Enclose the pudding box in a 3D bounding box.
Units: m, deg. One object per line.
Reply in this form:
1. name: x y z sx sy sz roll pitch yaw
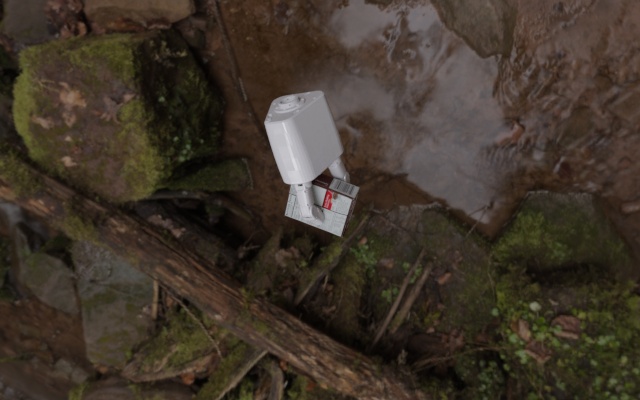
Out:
1. pudding box: 0.000 0.003 0.805 0.113 0.090 0.039 21 39 9
